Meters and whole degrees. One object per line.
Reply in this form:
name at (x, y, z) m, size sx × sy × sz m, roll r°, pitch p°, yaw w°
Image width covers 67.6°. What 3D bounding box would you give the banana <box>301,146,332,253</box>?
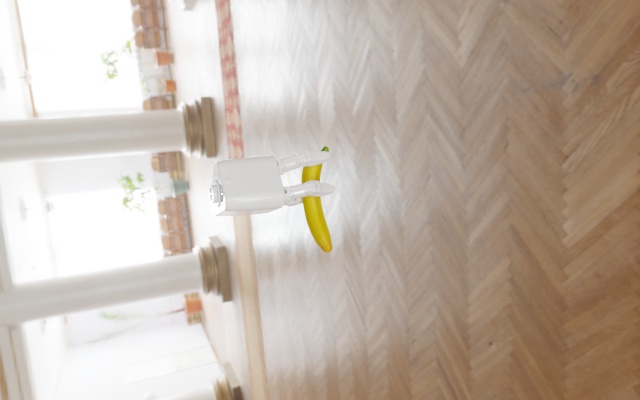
banana at (-0.009, 0.000, 0.907) m, size 0.037 × 0.198 × 0.069 m, roll -4°, pitch 2°, yaw -29°
